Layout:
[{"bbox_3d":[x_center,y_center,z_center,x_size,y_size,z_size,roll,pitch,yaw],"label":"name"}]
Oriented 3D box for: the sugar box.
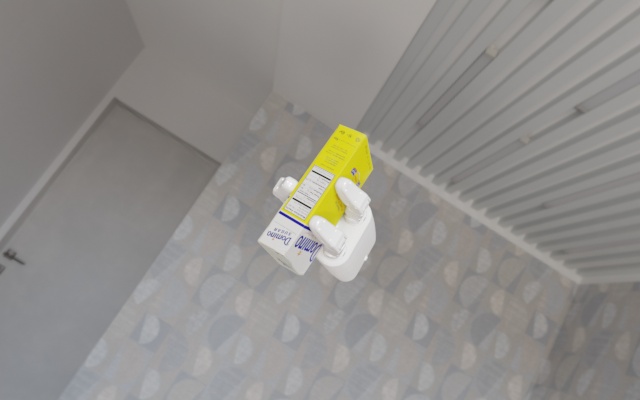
[{"bbox_3d":[0.001,0.002,0.590,0.048,0.176,0.093,26,-15,21],"label":"sugar box"}]
